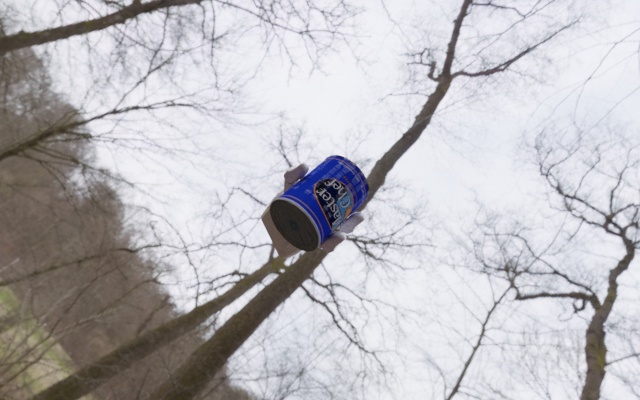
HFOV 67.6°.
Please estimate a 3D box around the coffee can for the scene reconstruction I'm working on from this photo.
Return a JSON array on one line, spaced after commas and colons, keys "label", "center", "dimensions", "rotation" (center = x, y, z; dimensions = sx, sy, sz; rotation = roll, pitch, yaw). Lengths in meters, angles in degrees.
[{"label": "coffee can", "center": [0.000, 0.003, 0.797], "dimensions": [0.103, 0.103, 0.140], "rotation": [0, 34, 49]}]
